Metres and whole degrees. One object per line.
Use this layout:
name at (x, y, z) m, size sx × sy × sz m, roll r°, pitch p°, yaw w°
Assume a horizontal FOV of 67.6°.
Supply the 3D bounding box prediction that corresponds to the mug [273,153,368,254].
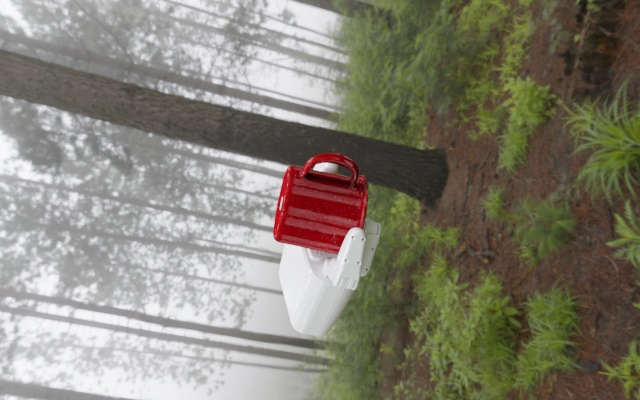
mug at (0.000, 0.001, 0.494) m, size 0.081 × 0.117 × 0.093 m, roll 12°, pitch 40°, yaw -9°
